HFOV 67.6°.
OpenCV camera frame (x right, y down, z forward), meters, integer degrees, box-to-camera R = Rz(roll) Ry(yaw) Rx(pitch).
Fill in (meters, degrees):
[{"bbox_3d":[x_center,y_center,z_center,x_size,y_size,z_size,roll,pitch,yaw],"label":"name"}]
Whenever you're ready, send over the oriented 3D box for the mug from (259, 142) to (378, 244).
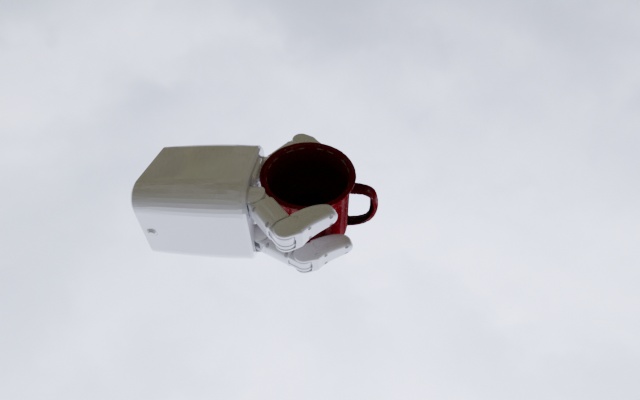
[{"bbox_3d":[0.002,0.002,0.488,0.117,0.093,0.082,2,-42,3],"label":"mug"}]
